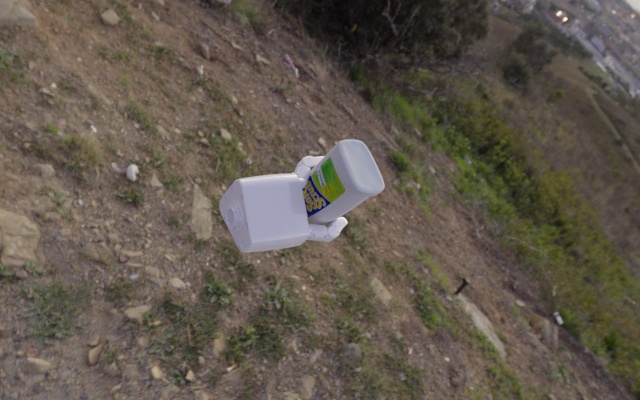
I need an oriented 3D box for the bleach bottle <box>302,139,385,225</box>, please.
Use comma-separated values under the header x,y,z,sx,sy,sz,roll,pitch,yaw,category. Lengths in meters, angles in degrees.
x,y,z,sx,sy,sz,roll,pitch,yaw,category
0.000,0.003,0.823,0.068,0.102,0.251,-6,-25,-37,bleach bottle
